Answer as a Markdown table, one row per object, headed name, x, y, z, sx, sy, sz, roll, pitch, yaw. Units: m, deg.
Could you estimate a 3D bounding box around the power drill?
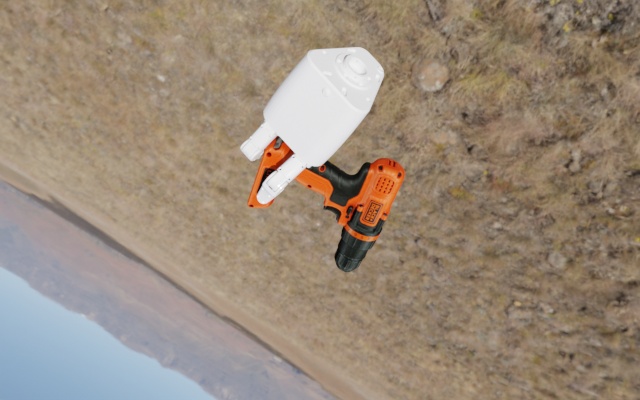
| name | x | y | z | sx | sy | sz | roll | pitch | yaw |
| --- | --- | --- | --- | --- | --- | --- | --- | --- | --- |
| power drill | 0.000 | 0.002 | 0.655 | 0.187 | 0.184 | 0.057 | 19 | 28 | -4 |
